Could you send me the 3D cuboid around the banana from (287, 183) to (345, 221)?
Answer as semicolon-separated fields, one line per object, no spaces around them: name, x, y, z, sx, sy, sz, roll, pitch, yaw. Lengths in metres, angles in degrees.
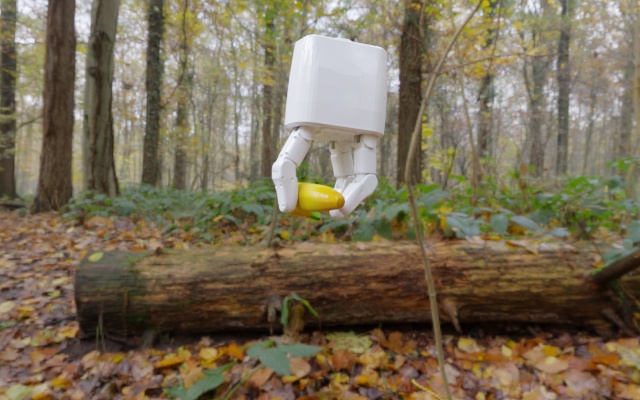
banana;-0.019;-0.001;0.607;0.069;0.037;0.198;9;-6;-7
